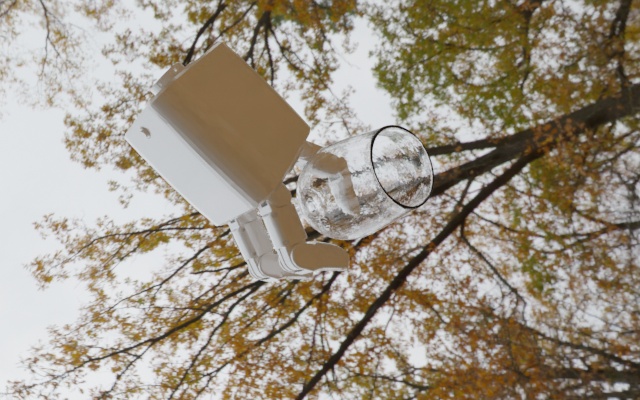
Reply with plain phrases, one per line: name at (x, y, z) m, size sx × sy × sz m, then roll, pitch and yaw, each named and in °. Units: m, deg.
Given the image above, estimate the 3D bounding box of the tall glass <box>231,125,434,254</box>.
tall glass at (0.000, 0.002, 0.408) m, size 0.079 × 0.079 × 0.201 m, roll 0°, pitch -15°, yaw -37°
